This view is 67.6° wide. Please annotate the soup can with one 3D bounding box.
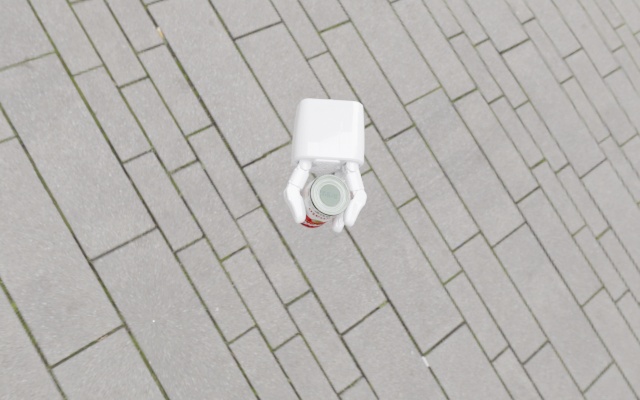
[{"bbox_3d":[0.000,0.003,0.776,0.068,0.068,0.102,0,-14,-19],"label":"soup can"}]
